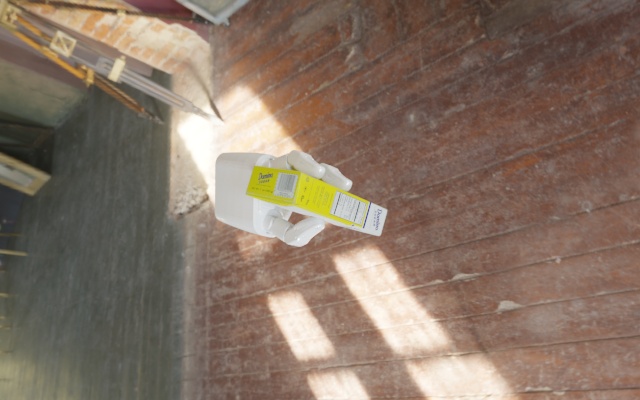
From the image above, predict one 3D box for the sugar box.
[{"bbox_3d":[0.000,0.001,0.629,0.093,0.048,0.176,12,-4,44],"label":"sugar box"}]
